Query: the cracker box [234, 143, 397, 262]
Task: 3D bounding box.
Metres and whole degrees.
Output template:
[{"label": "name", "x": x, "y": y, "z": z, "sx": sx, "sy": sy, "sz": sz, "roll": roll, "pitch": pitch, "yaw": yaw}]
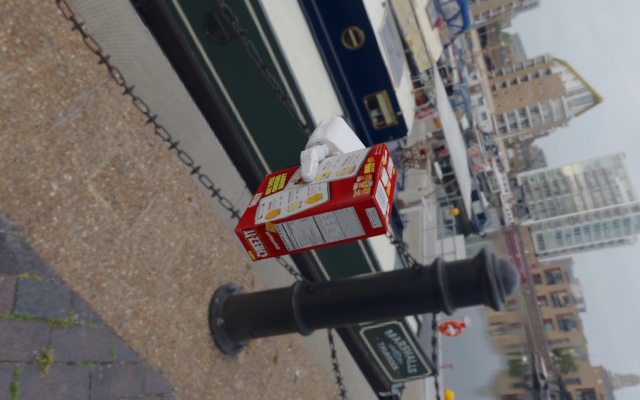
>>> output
[{"label": "cracker box", "x": 0.000, "y": 0.002, "z": 0.717, "sx": 0.214, "sy": 0.072, "sz": 0.164, "roll": -14, "pitch": 28, "yaw": 21}]
